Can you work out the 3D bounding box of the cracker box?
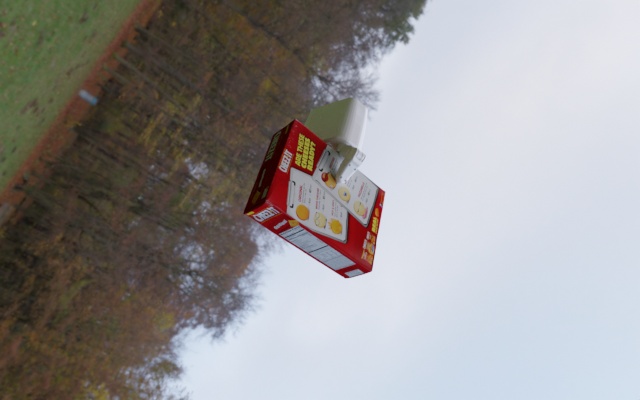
[{"bbox_3d":[0.000,0.003,0.757,0.214,0.164,0.072,35,-40,-26],"label":"cracker box"}]
